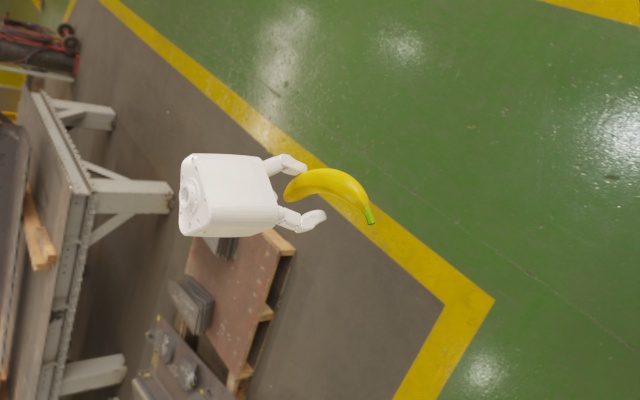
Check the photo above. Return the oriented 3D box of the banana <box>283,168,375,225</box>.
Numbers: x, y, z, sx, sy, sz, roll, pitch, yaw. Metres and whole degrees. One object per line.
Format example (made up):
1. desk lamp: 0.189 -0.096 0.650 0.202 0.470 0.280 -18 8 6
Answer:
1. banana: 0.005 -0.015 0.725 0.037 0.069 0.197 1 10 -42
